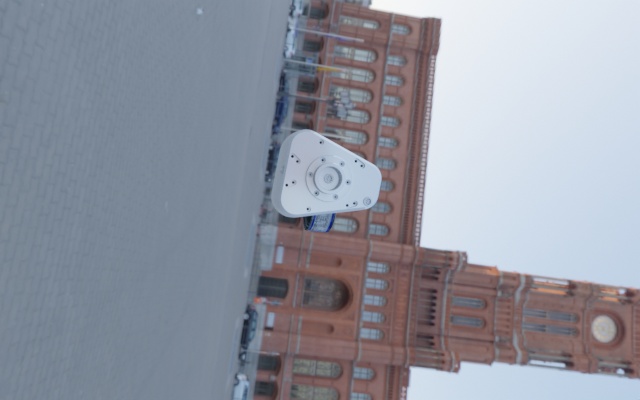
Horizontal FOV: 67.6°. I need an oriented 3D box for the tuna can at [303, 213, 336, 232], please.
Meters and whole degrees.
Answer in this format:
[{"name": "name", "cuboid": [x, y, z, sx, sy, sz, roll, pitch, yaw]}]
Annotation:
[{"name": "tuna can", "cuboid": [0.001, 0.002, 0.683, 0.034, 0.086, 0.086, 8, -2, -11]}]
